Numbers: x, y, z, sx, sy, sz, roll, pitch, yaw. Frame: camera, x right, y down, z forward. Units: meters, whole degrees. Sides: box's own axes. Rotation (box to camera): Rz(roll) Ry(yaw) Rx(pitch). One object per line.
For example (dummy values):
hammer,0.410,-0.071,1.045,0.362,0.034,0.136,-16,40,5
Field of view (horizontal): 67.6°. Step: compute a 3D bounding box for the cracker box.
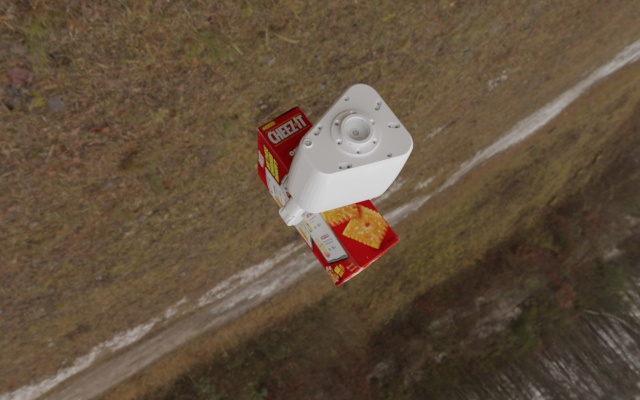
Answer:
cracker box,0.000,0.002,0.651,0.072,0.213,0.164,-33,-11,-16
